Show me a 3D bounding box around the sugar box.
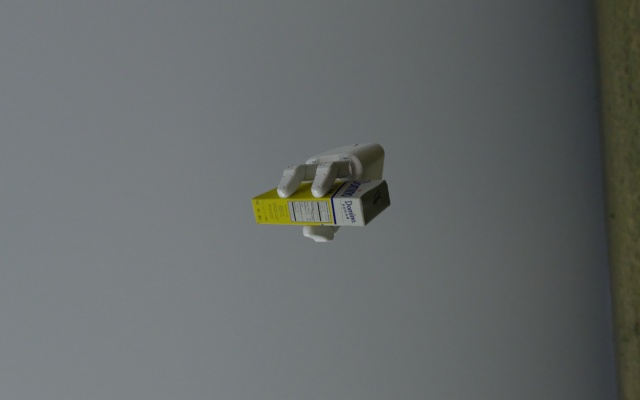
[{"bbox_3d":[0.000,0.002,0.679,0.176,0.048,0.093,-4,15,31],"label":"sugar box"}]
